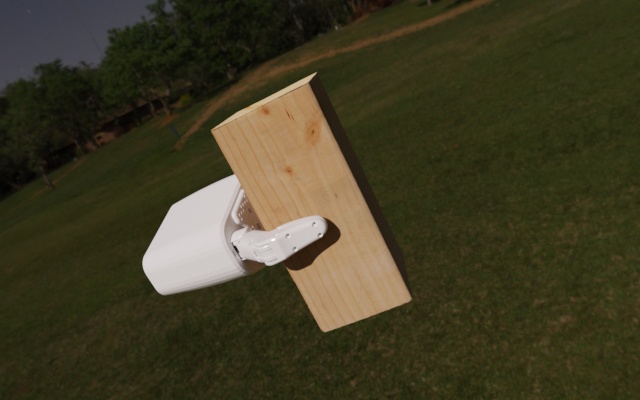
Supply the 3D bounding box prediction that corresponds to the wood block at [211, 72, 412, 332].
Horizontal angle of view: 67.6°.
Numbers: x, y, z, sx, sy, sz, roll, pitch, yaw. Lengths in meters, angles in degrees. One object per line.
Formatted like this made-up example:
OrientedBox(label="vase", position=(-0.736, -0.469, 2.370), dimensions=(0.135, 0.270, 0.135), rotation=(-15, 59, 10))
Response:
OrientedBox(label="wood block", position=(0.000, 0.002, 0.437), dimensions=(0.090, 0.206, 0.090), rotation=(-23, 16, 13))
